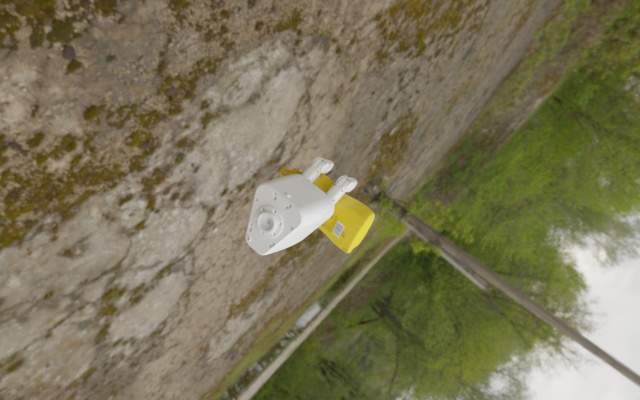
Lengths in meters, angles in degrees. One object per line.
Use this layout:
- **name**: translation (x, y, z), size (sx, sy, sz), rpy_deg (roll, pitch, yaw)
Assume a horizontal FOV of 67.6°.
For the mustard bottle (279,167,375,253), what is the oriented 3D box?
- **mustard bottle**: translation (0.001, 0.003, 0.852), size (0.191, 0.096, 0.058), rpy_deg (38, 47, 15)
